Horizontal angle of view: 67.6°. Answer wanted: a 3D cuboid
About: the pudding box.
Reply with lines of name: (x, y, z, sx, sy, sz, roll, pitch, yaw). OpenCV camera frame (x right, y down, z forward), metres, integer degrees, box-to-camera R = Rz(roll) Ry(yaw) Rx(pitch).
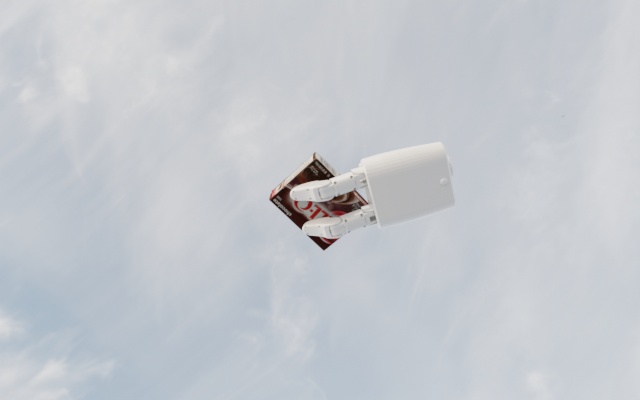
pudding box: (0.000, 0.002, 0.663, 0.090, 0.113, 0.039, -41, 16, 16)
